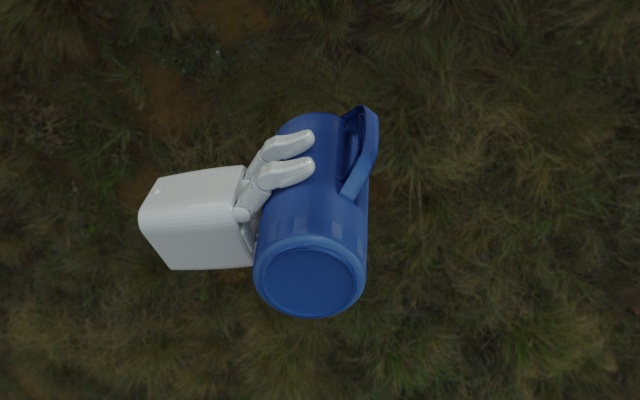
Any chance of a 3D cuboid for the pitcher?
[{"bbox_3d":[0.000,0.002,0.535,0.145,0.149,0.242,-5,35,6],"label":"pitcher"}]
